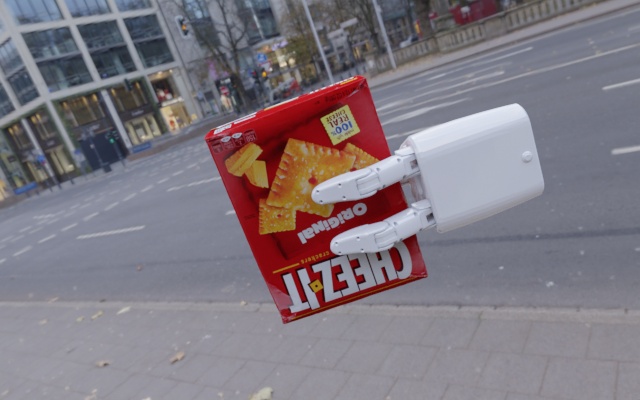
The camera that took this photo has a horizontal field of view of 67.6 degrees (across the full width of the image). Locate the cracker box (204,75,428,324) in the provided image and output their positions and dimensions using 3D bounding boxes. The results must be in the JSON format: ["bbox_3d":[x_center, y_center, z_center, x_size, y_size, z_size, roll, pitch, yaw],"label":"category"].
[{"bbox_3d":[0.000,0.001,0.492,0.164,0.214,0.072,-19,15,4],"label":"cracker box"}]
